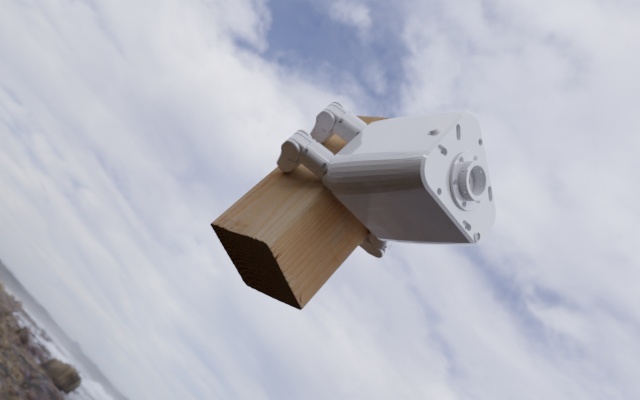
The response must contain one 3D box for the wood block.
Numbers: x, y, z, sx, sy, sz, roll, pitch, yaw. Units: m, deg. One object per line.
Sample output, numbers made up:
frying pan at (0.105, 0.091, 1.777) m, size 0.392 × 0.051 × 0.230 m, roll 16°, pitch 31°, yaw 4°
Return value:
wood block at (0.001, 0.002, 0.506) m, size 0.090 × 0.091 × 0.206 m, roll 13°, pitch 46°, yaw 42°
